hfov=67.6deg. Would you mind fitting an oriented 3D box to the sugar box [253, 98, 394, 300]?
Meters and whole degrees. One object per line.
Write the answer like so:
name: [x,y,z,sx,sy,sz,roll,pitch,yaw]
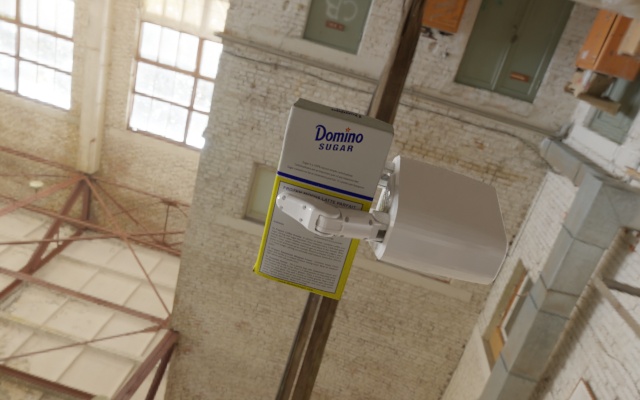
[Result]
sugar box: [0.000,0.001,0.453,0.093,0.176,0.048,17,21,0]
